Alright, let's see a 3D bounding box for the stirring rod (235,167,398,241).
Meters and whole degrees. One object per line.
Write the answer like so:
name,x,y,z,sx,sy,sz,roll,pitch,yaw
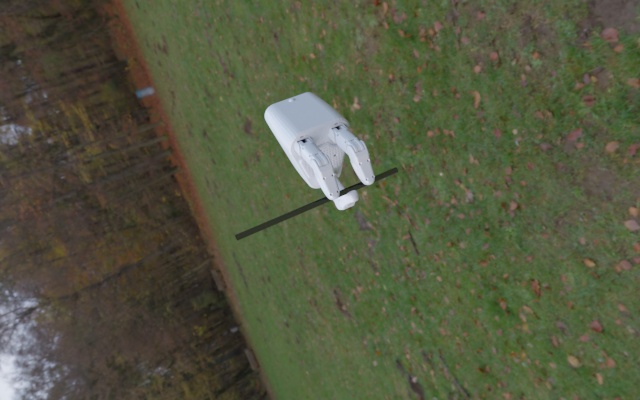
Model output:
stirring rod,0.000,0.002,0.636,0.239,0.011,0.011,-23,6,-16
